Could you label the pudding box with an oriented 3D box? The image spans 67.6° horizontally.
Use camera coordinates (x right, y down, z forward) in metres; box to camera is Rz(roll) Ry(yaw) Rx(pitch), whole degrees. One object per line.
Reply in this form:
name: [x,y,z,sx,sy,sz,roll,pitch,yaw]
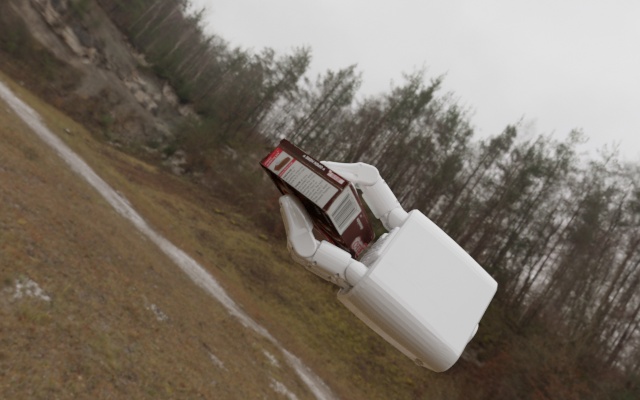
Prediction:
pudding box: [0.000,0.001,0.461,0.090,0.039,0.114,35,-15,31]
